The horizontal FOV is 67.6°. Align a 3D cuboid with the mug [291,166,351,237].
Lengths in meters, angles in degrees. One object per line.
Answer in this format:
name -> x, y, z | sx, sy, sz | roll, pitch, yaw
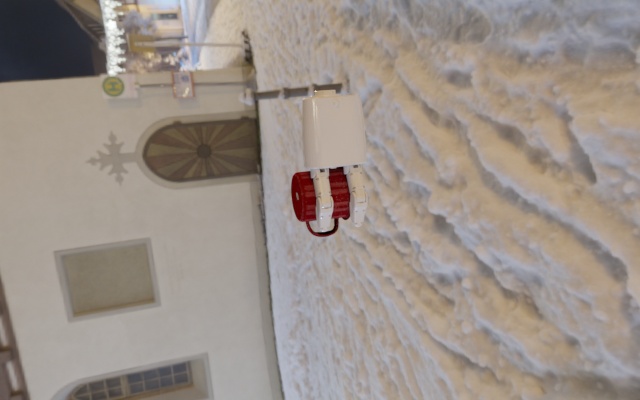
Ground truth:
mug -> 0.000, 0.004, 0.784 | 0.081, 0.117, 0.093 | -7, 11, -16
